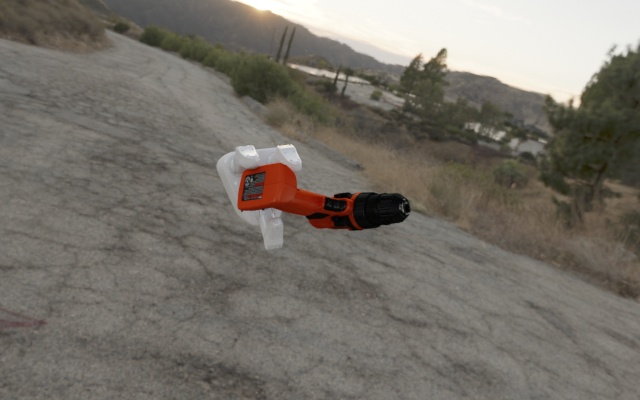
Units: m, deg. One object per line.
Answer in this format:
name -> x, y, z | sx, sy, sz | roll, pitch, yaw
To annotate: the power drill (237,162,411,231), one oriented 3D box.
power drill -> 0.000, 0.002, 0.635 | 0.188, 0.057, 0.184 | 18, -17, -38
